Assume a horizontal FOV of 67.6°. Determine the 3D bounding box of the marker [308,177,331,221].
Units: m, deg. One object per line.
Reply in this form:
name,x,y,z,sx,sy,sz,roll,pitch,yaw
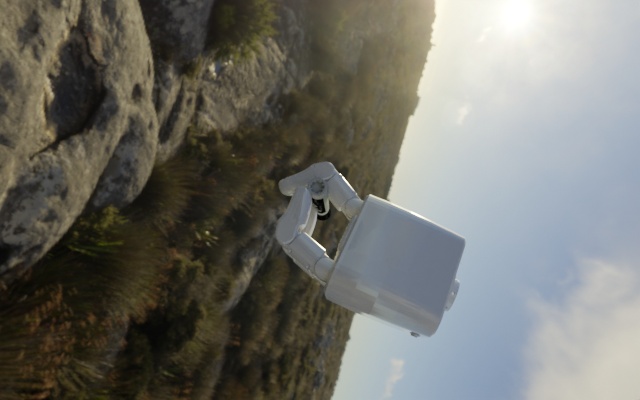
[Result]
marker,0.000,0.002,0.517,0.020,0.020,0.121,0,-15,3
